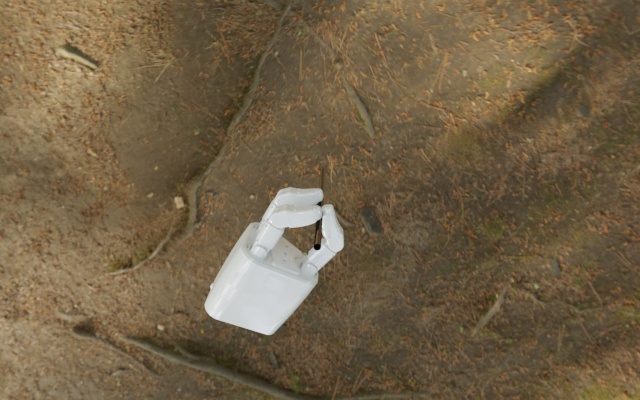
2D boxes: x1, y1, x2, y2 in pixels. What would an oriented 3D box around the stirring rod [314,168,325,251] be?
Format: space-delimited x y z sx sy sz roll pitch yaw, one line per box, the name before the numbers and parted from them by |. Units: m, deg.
stirring rod | 0.000 0.002 0.611 0.011 0.011 0.239 0 23 2
